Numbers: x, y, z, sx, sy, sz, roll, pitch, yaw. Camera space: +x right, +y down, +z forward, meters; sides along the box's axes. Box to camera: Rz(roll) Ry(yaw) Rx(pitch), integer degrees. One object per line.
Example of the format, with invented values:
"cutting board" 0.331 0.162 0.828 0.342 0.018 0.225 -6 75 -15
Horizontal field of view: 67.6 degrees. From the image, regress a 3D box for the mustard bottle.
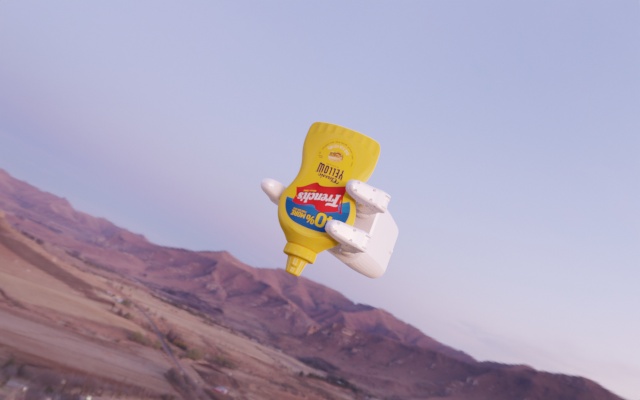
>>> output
"mustard bottle" 0.000 0.002 0.595 0.096 0.191 0.058 20 -13 6
